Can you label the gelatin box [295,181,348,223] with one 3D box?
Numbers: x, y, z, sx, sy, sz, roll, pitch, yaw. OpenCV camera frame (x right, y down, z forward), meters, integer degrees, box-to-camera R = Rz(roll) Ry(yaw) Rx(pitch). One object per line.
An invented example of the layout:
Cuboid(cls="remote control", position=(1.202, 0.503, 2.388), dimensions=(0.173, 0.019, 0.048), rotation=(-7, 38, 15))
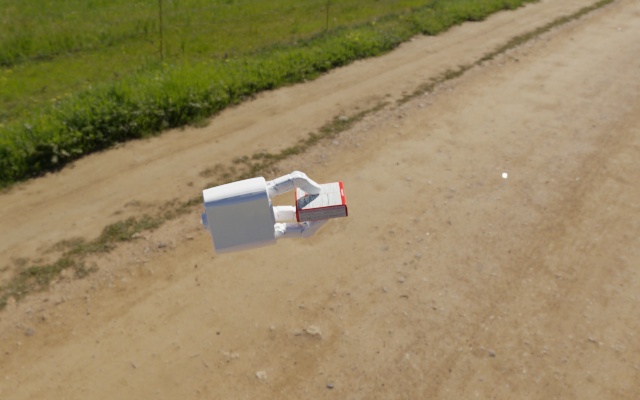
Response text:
Cuboid(cls="gelatin box", position=(0.000, 0.002, 0.836), dimensions=(0.089, 0.030, 0.073), rotation=(-8, 34, 2))
